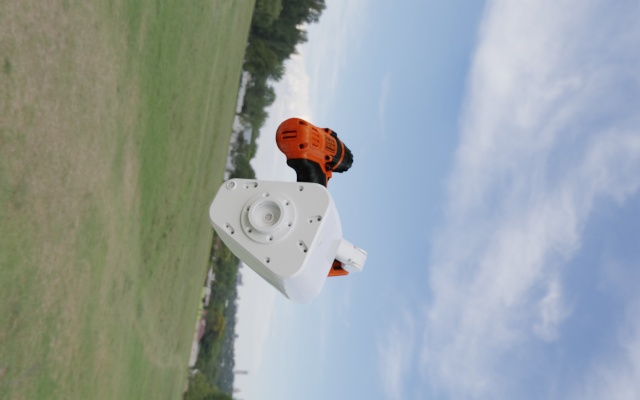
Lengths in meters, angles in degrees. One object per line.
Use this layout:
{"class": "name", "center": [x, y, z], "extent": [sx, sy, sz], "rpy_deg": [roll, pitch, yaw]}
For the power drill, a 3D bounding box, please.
{"class": "power drill", "center": [0.000, 0.002, 0.604], "extent": [0.057, 0.187, 0.184], "rpy_deg": [-5, -7, 24]}
